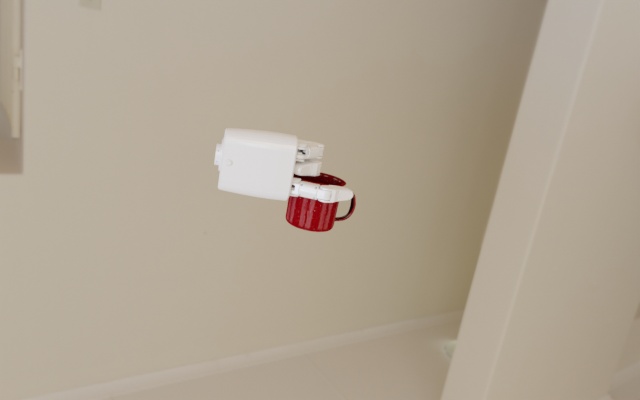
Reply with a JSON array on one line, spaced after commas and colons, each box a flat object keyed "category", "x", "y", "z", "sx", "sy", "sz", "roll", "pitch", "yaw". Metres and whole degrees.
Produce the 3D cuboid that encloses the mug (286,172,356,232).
[{"category": "mug", "x": 0.001, "y": 0.003, "z": 0.784, "sx": 0.117, "sy": 0.081, "sz": 0.093, "roll": 8, "pitch": 15, "yaw": -12}]
